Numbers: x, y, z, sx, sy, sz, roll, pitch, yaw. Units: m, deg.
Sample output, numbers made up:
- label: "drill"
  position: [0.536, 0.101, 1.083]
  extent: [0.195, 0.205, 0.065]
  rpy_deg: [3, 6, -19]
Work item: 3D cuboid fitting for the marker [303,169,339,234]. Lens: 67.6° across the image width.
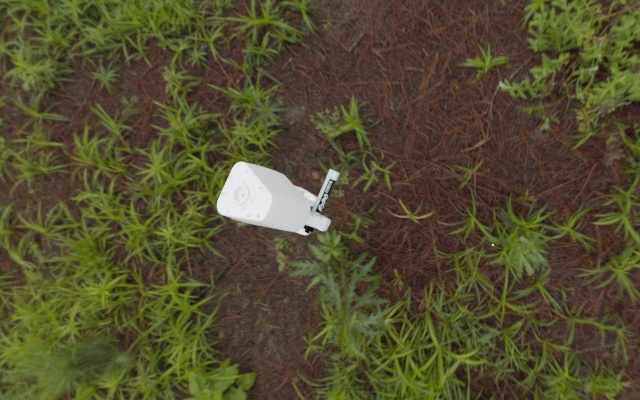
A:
- label: "marker"
  position: [0.000, 0.003, 0.849]
  extent: [0.020, 0.121, 0.020]
  rpy_deg: [25, 5, -2]
